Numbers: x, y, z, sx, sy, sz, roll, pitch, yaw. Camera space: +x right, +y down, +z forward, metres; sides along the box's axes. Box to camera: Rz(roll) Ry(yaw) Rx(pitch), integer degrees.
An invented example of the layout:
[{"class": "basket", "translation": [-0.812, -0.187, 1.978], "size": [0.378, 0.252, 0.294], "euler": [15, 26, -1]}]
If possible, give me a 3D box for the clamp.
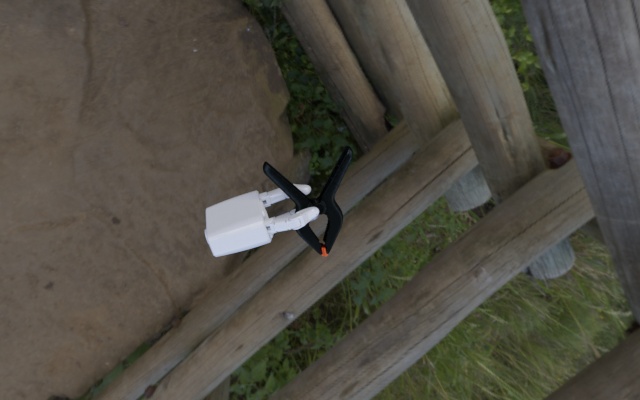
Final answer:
[{"class": "clamp", "translation": [0.000, 0.004, 0.889], "size": [0.164, 0.210, 0.036], "euler": [-17, 21, -2]}]
